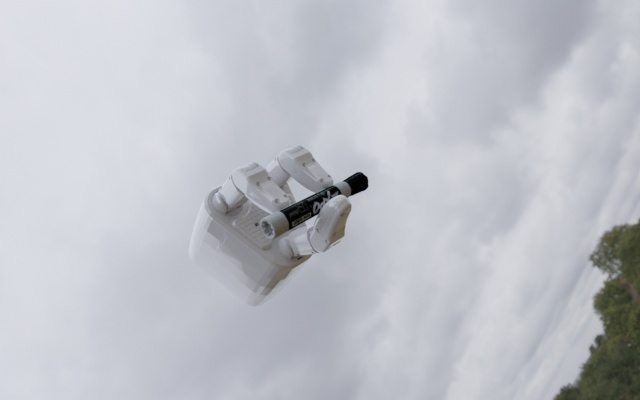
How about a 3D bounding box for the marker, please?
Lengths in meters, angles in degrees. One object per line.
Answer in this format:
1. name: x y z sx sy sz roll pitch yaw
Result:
1. marker: 0.000 0.001 0.413 0.121 0.020 0.020 -27 18 -39
